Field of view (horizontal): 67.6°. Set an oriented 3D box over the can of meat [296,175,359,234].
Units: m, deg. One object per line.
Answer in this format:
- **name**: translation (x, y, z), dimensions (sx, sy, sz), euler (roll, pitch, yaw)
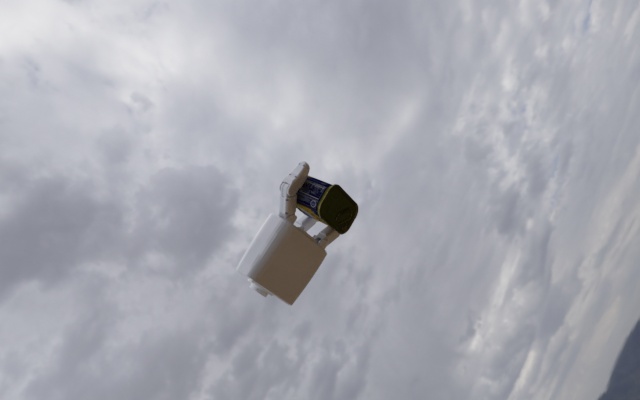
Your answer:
- **can of meat**: translation (0.000, 0.002, 0.769), dimensions (0.084, 0.057, 0.102), euler (23, -12, 37)
